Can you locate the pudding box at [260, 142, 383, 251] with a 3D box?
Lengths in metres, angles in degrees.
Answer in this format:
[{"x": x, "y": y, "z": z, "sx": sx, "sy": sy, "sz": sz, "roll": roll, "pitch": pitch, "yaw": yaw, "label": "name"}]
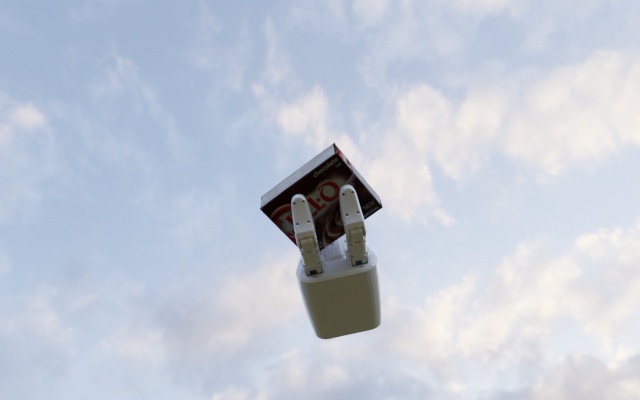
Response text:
[{"x": 0.000, "y": 0.002, "z": 0.555, "sx": 0.113, "sy": 0.090, "sz": 0.039, "roll": -37, "pitch": 26, "yaw": 12, "label": "pudding box"}]
